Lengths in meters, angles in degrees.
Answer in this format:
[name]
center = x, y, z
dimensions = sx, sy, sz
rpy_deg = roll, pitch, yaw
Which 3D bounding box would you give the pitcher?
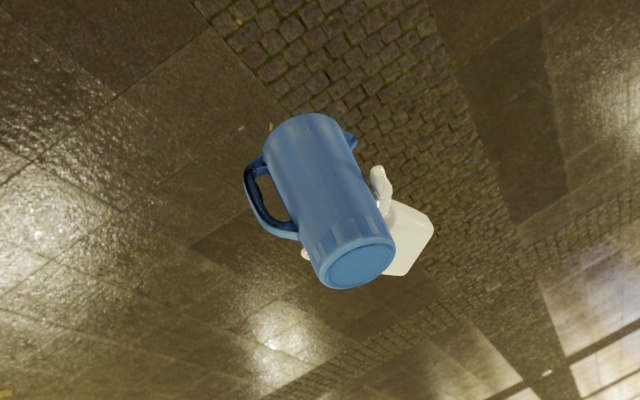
[pitcher]
center = 0.000, 0.002, 0.675
dimensions = 0.145, 0.242, 0.149
rpy_deg = 21, -57, -42
